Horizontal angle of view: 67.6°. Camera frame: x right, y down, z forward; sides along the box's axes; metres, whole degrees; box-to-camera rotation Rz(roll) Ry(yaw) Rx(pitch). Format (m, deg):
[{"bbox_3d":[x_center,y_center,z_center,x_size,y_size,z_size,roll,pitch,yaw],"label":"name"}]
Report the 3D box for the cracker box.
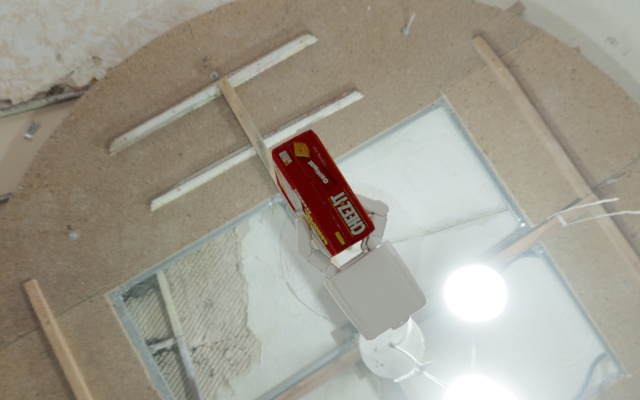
[{"bbox_3d":[0.000,0.003,0.726,0.072,0.164,0.214,-32,-6,-8],"label":"cracker box"}]
